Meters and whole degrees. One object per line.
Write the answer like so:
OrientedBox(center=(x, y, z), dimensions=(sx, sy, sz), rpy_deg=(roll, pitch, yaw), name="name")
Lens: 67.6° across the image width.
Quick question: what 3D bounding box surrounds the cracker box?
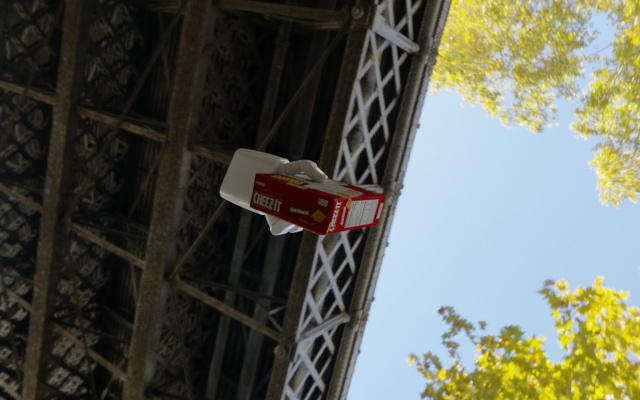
OrientedBox(center=(0.000, 0.003, 0.883), dimensions=(0.164, 0.072, 0.213), rpy_deg=(18, 11, 28), name="cracker box")
